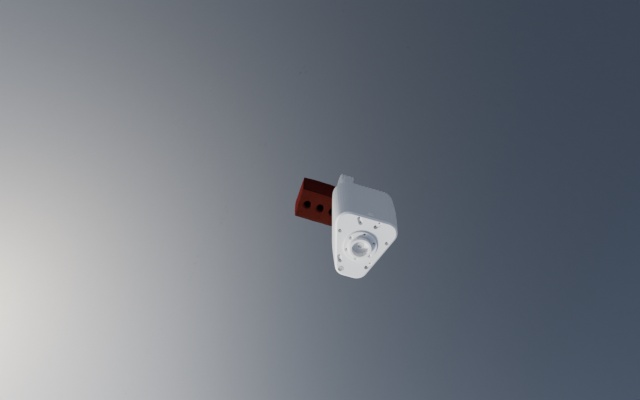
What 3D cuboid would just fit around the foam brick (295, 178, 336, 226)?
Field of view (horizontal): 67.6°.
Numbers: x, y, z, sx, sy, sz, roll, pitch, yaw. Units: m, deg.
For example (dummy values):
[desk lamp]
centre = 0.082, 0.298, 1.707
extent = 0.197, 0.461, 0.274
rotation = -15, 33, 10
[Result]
[foam brick]
centre = 0.000, 0.003, 0.804
extent = 0.078, 0.053, 0.051
rotation = 16, 24, -6
